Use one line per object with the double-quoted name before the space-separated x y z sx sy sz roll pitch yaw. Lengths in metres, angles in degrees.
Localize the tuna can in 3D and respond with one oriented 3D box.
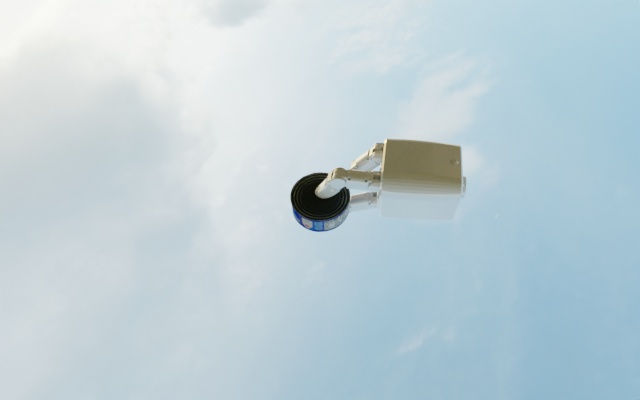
"tuna can" 0.000 0.003 0.691 0.086 0.086 0.034 0 -36 2
